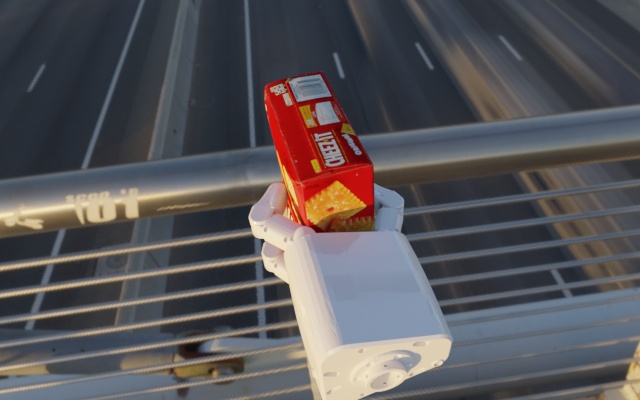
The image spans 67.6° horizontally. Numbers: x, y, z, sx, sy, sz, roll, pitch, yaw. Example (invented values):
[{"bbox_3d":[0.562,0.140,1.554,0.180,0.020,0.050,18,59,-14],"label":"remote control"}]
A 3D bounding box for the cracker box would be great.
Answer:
[{"bbox_3d":[0.000,0.001,0.502,0.072,0.214,0.164,-14,45,-8],"label":"cracker box"}]
